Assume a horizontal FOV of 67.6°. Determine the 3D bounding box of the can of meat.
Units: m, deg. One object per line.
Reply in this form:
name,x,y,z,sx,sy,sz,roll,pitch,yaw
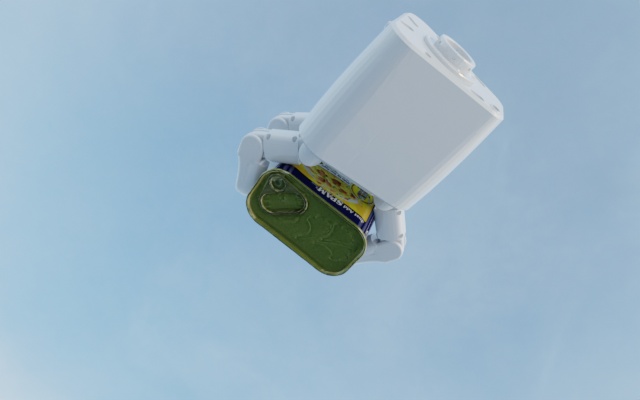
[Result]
can of meat,0.000,0.001,0.413,0.102,0.057,0.084,38,33,-2
